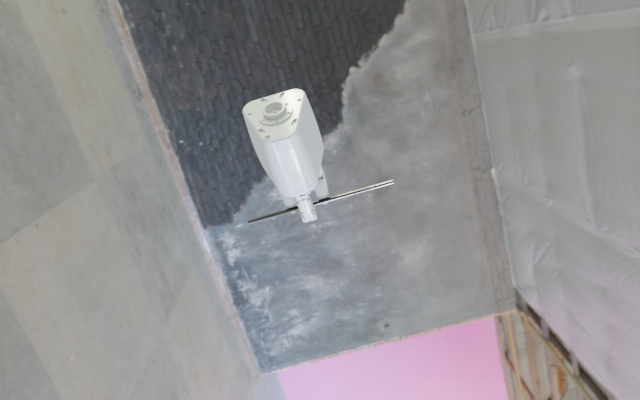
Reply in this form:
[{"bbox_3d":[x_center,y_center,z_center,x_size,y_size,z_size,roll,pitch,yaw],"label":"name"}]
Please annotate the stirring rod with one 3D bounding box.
[{"bbox_3d":[0.000,0.002,0.764,0.239,0.011,0.011,-16,-1,2],"label":"stirring rod"}]
